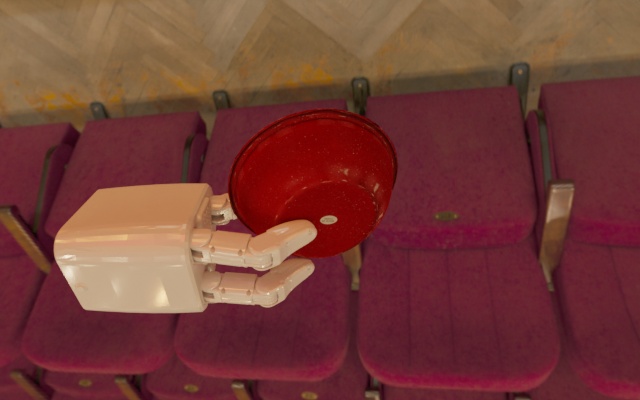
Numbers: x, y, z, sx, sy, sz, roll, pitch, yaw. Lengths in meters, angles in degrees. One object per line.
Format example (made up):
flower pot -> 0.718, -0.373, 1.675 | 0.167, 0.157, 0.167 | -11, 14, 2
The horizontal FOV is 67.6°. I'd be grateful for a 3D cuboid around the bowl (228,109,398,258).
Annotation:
bowl -> 0.001, 0.001, 0.428 | 0.162, 0.162, 0.055 | 0, 41, -16
